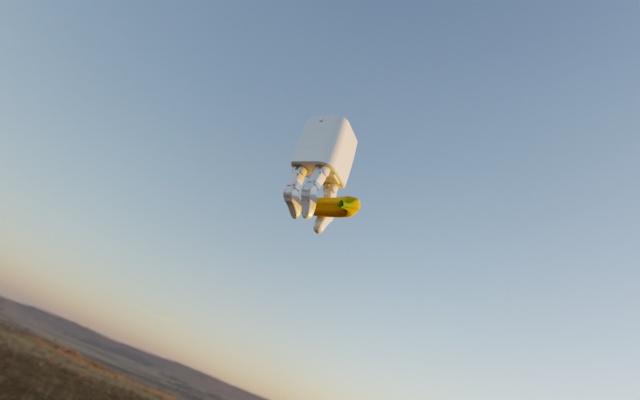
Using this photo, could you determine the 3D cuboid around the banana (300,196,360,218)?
[{"bbox_3d":[0.017,0.009,0.873,0.069,0.037,0.198,21,-12,-26],"label":"banana"}]
